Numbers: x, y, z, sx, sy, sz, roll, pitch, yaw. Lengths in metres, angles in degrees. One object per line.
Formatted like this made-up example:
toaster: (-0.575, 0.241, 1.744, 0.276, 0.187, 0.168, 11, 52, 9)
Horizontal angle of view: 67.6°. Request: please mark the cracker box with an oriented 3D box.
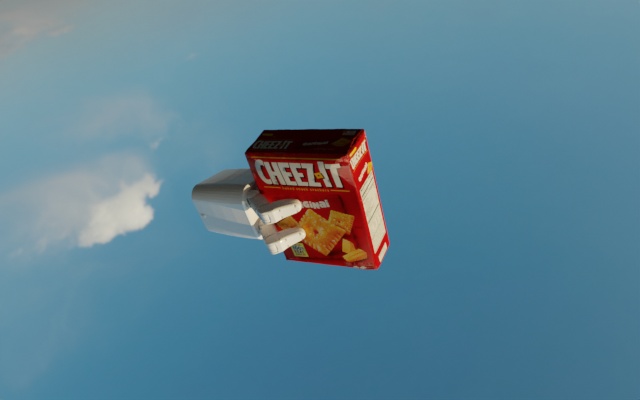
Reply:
cracker box: (0.000, 0.002, 0.710, 0.164, 0.214, 0.072, 3, 41, 27)
